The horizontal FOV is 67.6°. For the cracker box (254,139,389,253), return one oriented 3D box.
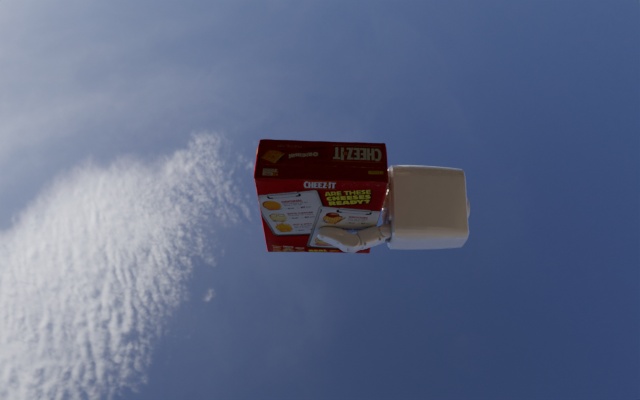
[{"bbox_3d":[0.000,0.002,0.675,0.164,0.072,0.214,1,-30,-1],"label":"cracker box"}]
